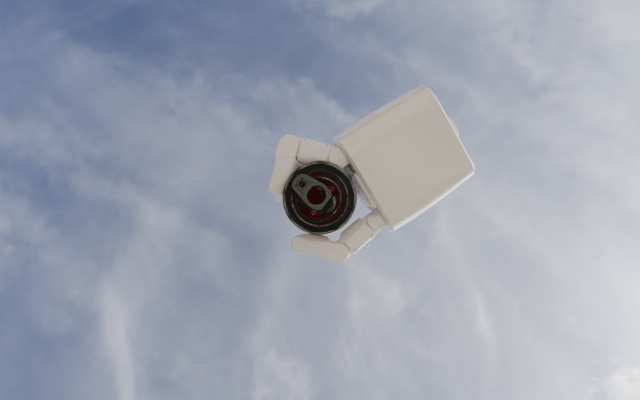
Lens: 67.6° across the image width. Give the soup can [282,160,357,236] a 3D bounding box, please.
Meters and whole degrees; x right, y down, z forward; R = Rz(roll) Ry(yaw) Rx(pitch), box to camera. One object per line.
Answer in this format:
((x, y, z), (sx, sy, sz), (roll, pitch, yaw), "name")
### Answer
((0.000, 0.002, 0.482), (0.068, 0.068, 0.102), (0, -5, 1), "soup can")
